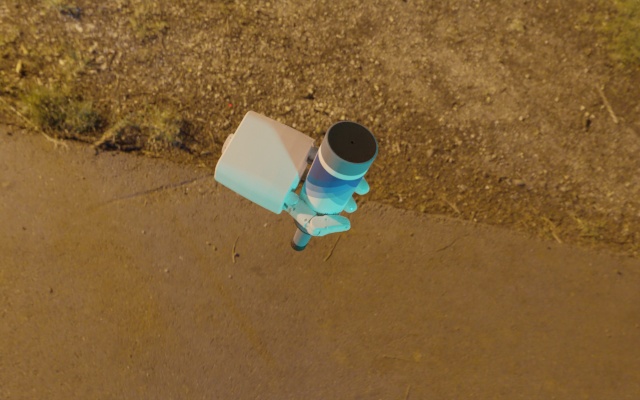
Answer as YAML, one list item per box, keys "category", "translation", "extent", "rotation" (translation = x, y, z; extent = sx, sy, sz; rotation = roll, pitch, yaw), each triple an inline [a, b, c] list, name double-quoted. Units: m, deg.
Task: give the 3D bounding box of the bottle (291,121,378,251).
- category: "bottle"
  translation: [0.000, 0.002, 0.697]
  extent: [0.069, 0.069, 0.296]
  rotation: [0, -30, -17]
